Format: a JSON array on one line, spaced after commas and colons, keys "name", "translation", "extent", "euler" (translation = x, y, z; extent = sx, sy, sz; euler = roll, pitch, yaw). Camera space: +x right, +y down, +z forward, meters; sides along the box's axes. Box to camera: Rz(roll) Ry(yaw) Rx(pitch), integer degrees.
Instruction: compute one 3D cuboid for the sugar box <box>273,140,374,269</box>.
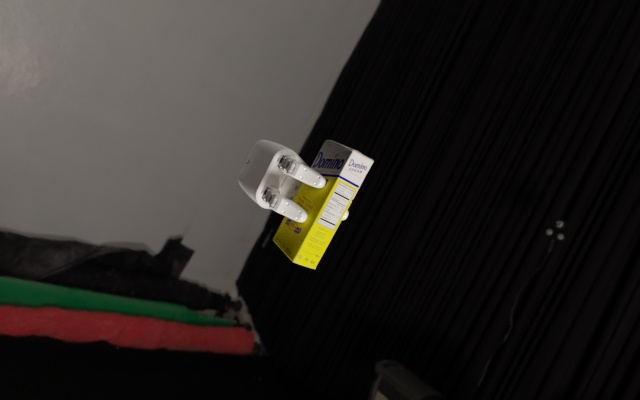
[{"name": "sugar box", "translation": [0.000, 0.002, 0.694], "extent": [0.048, 0.176, 0.093], "euler": [23, 5, -29]}]
